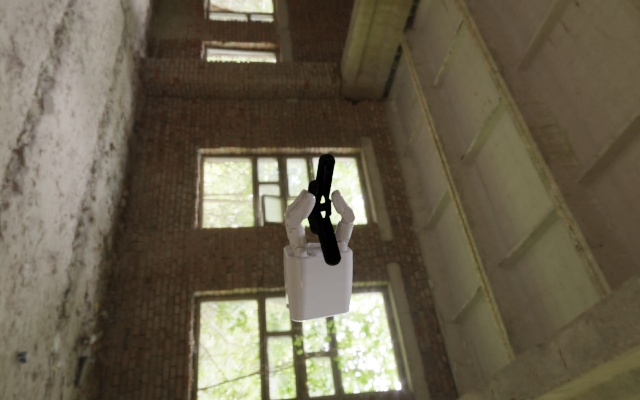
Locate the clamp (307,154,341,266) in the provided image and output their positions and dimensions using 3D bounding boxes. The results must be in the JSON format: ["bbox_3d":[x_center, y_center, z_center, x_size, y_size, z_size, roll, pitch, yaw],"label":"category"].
[{"bbox_3d":[0.001,0.003,0.785,0.036,0.164,0.210,-3,8,-9],"label":"clamp"}]
